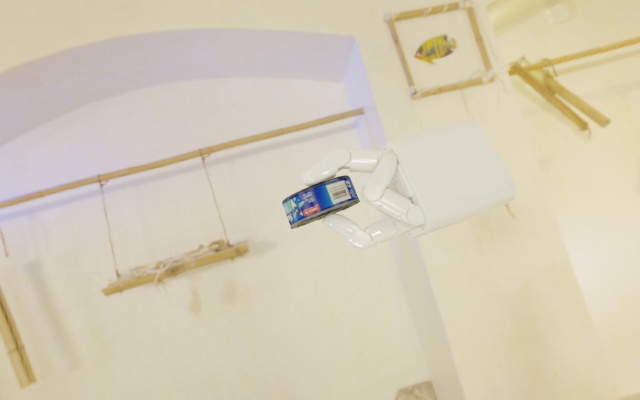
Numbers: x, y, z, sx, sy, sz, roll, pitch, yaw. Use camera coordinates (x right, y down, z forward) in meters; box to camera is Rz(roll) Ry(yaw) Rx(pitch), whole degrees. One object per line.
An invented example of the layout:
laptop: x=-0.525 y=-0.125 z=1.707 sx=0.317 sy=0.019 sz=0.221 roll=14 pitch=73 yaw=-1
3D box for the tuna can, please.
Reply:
tuna can: x=0.000 y=0.001 z=0.547 sx=0.086 sy=0.033 sz=0.086 roll=-21 pitch=-5 yaw=-2
